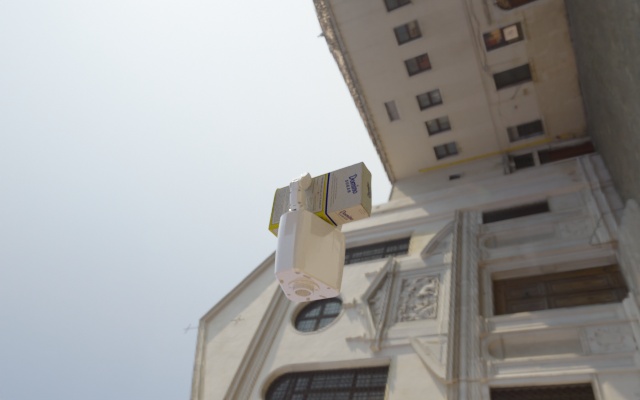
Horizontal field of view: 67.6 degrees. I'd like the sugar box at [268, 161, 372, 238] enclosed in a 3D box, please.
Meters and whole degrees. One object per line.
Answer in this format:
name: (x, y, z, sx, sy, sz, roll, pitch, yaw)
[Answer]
sugar box: (0.000, 0.003, 0.807, 0.176, 0.093, 0.048, -14, -41, 24)
